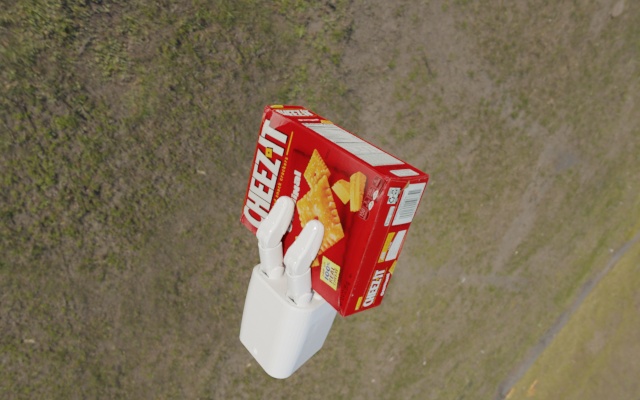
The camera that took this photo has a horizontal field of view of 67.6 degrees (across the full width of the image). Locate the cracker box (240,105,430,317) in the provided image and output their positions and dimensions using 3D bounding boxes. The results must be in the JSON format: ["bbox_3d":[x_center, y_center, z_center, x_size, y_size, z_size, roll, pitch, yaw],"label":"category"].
[{"bbox_3d":[0.000,0.002,0.553,0.072,0.164,0.213,-6,31,-43],"label":"cracker box"}]
